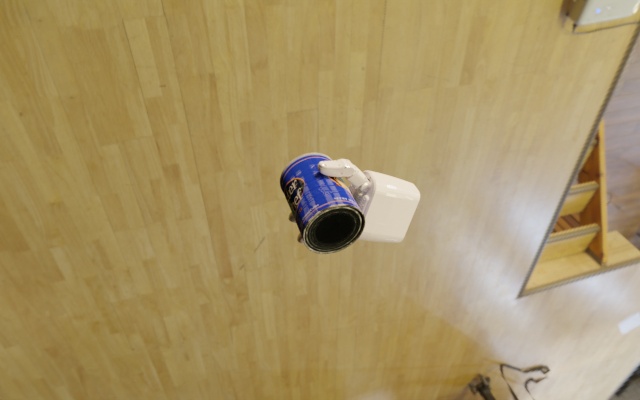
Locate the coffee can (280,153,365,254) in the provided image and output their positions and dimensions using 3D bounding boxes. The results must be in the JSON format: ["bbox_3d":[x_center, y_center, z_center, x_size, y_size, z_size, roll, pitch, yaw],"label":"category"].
[{"bbox_3d":[0.000,0.002,0.781,0.103,0.103,0.140,0,39,-24],"label":"coffee can"}]
